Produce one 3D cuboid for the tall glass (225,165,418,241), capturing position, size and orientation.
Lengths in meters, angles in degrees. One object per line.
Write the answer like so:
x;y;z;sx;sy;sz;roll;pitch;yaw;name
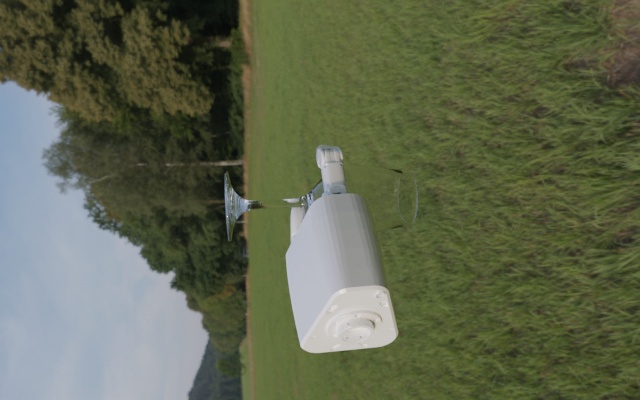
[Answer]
-0.001;0.002;0.519;0.201;0.079;0.079;-3;0;-9;tall glass
